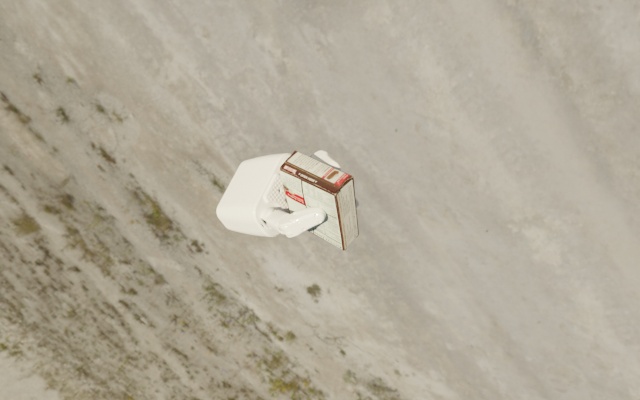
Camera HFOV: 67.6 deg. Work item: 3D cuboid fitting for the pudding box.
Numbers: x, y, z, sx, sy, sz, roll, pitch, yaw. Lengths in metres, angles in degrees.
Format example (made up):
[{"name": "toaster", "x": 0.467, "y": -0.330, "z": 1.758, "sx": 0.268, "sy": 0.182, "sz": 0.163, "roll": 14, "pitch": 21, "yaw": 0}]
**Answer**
[{"name": "pudding box", "x": 0.000, "y": 0.002, "z": 0.600, "sx": 0.090, "sy": 0.039, "sz": 0.114, "roll": 26, "pitch": -31, "yaw": 28}]
